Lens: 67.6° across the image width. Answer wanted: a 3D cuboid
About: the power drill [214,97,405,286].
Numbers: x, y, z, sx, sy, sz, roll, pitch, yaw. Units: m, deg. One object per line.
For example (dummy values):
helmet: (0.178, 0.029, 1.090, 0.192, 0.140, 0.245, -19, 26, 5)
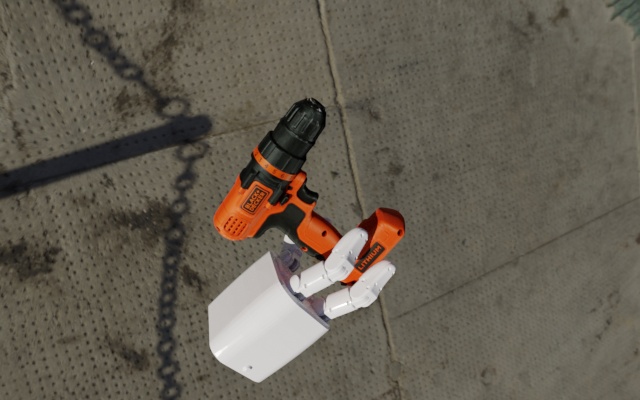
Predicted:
power drill: (0.000, 0.002, 0.532, 0.188, 0.184, 0.057, 32, 25, -16)
